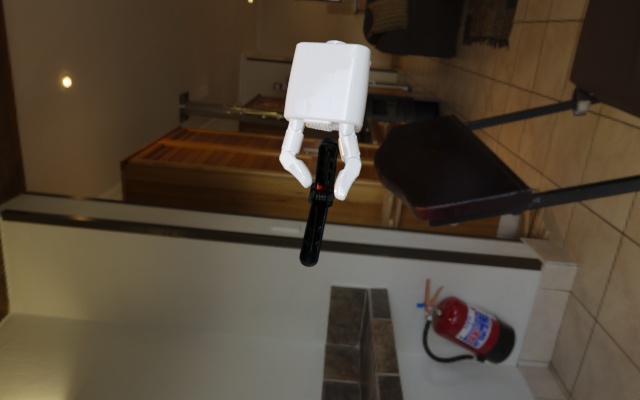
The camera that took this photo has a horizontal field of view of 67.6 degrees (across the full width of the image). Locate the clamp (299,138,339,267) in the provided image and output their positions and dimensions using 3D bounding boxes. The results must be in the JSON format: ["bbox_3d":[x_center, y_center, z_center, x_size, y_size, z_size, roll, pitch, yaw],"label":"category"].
[{"bbox_3d":[-0.001,0.002,0.684,0.036,0.164,0.210,11,1,1],"label":"clamp"}]
